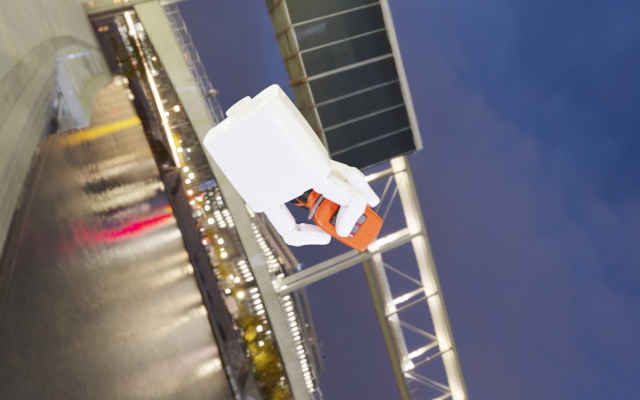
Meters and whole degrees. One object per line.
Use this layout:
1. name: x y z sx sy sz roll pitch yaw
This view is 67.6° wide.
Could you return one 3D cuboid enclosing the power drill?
1. power drill: 0.000 0.002 0.677 0.184 0.057 0.187 33 -1 -40
